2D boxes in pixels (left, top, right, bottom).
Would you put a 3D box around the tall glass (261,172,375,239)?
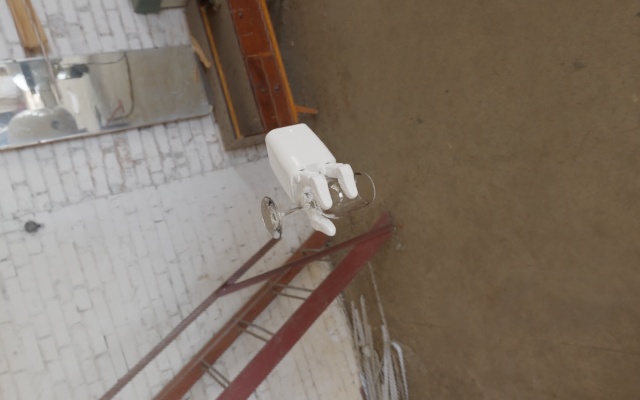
[{"bbox_3d":[0.000,0.003,0.846,0.201,0.079,0.079,-17,8,-29],"label":"tall glass"}]
